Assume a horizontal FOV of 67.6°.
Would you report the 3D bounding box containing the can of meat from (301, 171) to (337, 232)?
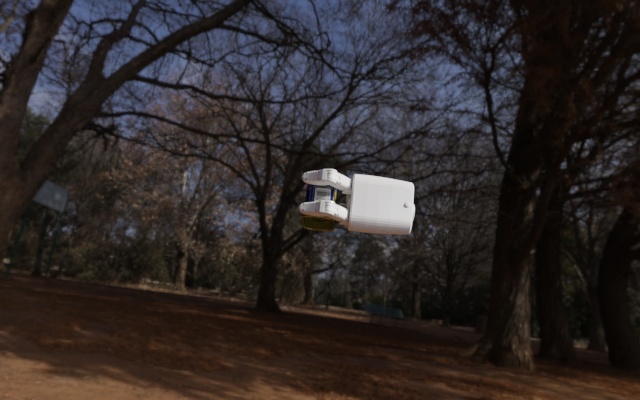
[{"bbox_3d":[0.000,0.002,0.846,0.057,0.084,0.102,6,-16,3],"label":"can of meat"}]
